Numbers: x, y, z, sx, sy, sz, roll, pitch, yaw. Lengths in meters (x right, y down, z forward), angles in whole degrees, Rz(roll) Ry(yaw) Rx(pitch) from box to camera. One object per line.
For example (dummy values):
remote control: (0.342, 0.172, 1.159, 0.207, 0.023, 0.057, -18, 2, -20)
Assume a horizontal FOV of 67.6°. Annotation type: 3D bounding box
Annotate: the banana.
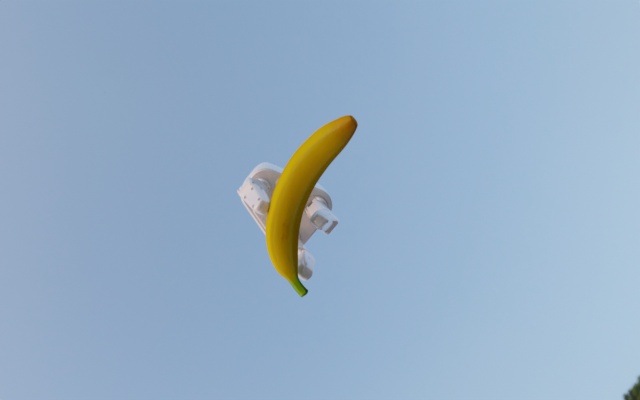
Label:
banana: (-0.018, -0.001, 0.506, 0.069, 0.198, 0.037, 18, 13, 10)
